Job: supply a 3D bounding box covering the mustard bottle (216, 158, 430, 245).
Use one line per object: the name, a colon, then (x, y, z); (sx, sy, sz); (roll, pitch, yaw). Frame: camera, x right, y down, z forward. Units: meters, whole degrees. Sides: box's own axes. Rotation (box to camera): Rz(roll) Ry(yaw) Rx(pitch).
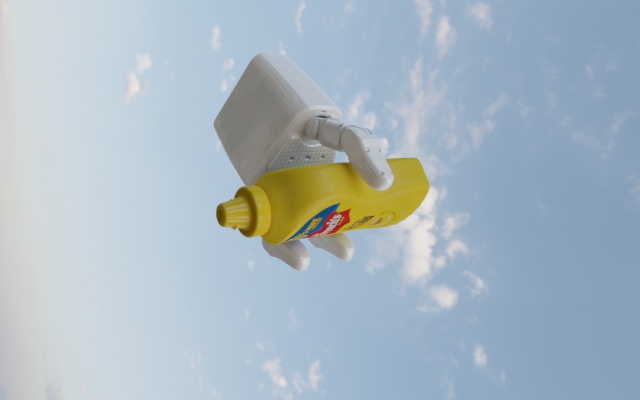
mustard bottle: (0.000, 0.002, 0.418); (0.191, 0.058, 0.096); (-6, -20, -37)
